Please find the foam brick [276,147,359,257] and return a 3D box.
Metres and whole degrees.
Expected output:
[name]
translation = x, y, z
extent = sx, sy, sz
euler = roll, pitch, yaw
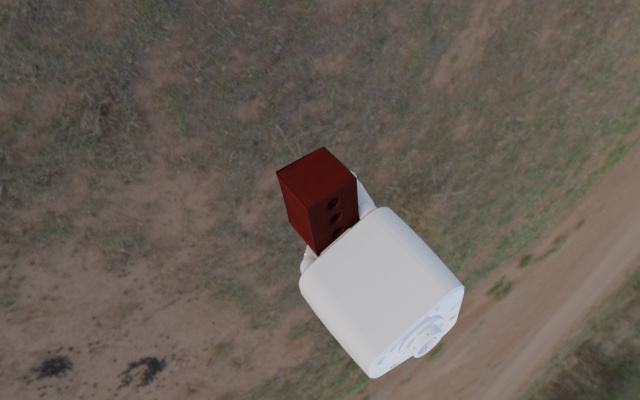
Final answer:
[foam brick]
translation = 0.000, 0.001, 0.436
extent = 0.053, 0.051, 0.078
euler = -31, -35, -16
